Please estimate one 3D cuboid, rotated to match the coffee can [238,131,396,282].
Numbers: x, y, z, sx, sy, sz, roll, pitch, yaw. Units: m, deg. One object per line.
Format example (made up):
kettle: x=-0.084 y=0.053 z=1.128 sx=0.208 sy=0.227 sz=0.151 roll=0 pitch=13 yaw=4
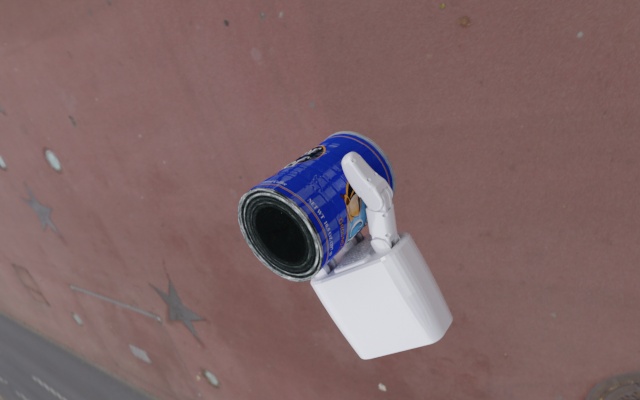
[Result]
coffee can: x=0.000 y=0.001 z=0.494 sx=0.103 sy=0.103 sz=0.140 roll=0 pitch=28 yaw=41
